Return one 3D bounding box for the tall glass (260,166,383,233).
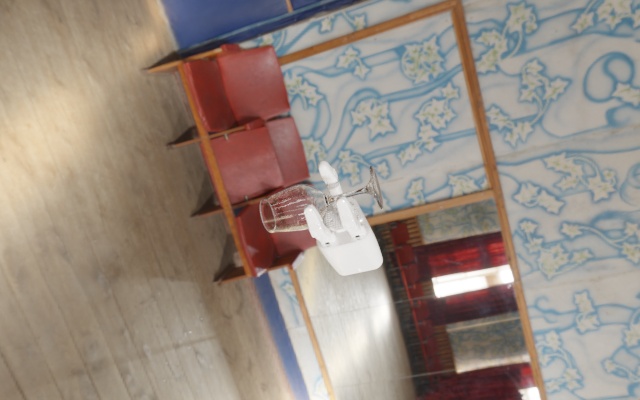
[{"bbox_3d":[0.001,0.002,0.811,0.201,0.079,0.079,-14,-4,14],"label":"tall glass"}]
